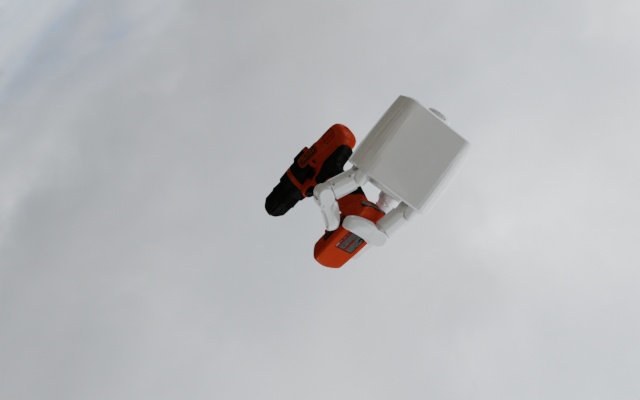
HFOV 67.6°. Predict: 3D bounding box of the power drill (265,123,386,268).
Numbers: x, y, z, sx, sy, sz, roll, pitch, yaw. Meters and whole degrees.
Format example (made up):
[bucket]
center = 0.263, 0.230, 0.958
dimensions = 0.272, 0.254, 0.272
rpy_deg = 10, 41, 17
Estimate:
[power drill]
center = 0.000, 0.002, 0.678
dimensions = 0.057, 0.184, 0.187
rpy_deg = 25, 28, -41
